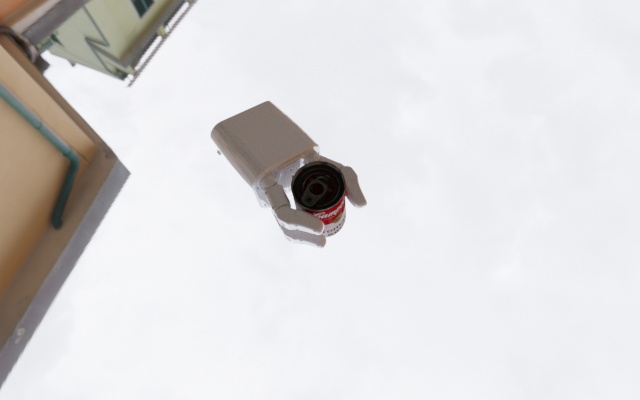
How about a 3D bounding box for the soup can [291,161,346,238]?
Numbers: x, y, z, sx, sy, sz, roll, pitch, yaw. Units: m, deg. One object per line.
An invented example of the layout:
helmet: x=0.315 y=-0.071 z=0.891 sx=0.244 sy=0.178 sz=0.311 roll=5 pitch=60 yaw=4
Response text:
soup can: x=0.001 y=0.002 z=0.630 sx=0.068 sy=0.068 sz=0.102 roll=0 pitch=-24 yaw=4
